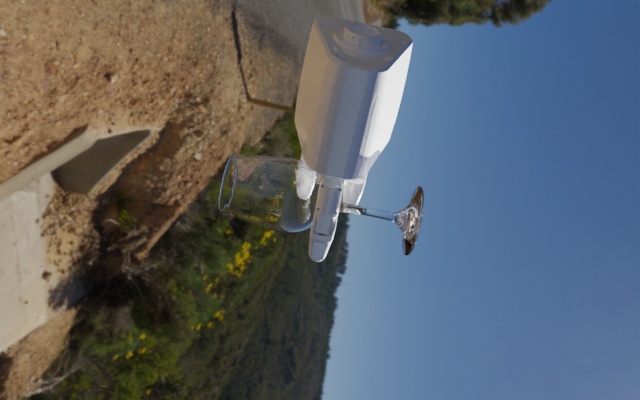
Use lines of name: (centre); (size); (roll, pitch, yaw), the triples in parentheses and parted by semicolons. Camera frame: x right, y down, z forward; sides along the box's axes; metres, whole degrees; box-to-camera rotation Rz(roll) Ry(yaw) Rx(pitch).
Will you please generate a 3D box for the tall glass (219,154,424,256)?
tall glass: (0.001, 0.002, 0.499); (0.201, 0.079, 0.079); (11, 0, -1)
